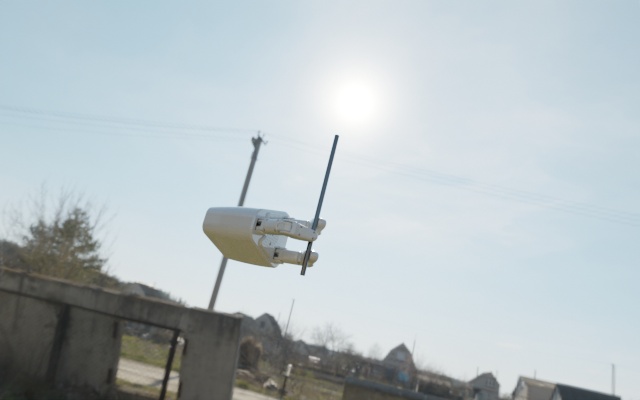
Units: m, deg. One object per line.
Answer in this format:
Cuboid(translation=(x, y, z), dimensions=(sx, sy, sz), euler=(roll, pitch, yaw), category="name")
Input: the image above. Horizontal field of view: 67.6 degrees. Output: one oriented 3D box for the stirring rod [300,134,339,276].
Cuboid(translation=(0.000, 0.003, 0.762), dimensions=(0.011, 0.239, 0.011), euler=(13, -18, 4), category="stirring rod")
